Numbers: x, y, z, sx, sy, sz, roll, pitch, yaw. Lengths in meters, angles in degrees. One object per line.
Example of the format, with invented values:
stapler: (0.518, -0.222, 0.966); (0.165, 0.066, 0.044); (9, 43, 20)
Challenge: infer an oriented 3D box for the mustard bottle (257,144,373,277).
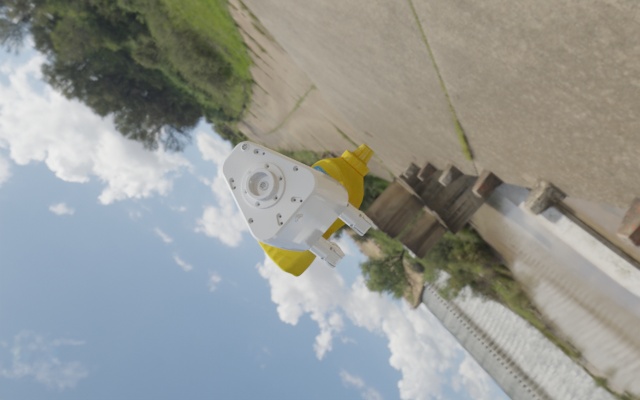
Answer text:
mustard bottle: (0.000, 0.002, 0.635); (0.058, 0.191, 0.096); (35, 8, -46)
